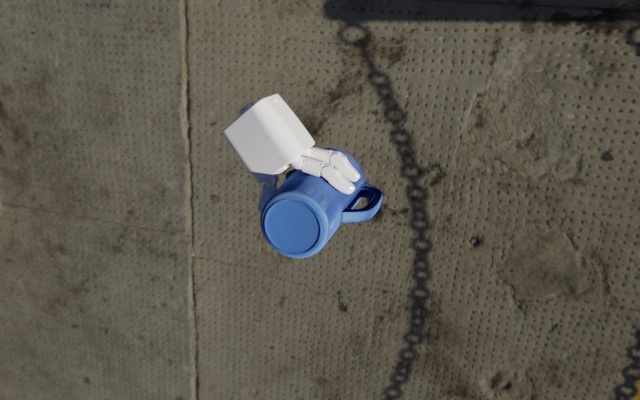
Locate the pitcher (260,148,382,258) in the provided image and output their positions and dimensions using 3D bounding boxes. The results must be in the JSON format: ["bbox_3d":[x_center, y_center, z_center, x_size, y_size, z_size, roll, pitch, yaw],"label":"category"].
[{"bbox_3d":[0.000,0.003,0.806,0.149,0.145,0.242,-32,8,23],"label":"pitcher"}]
